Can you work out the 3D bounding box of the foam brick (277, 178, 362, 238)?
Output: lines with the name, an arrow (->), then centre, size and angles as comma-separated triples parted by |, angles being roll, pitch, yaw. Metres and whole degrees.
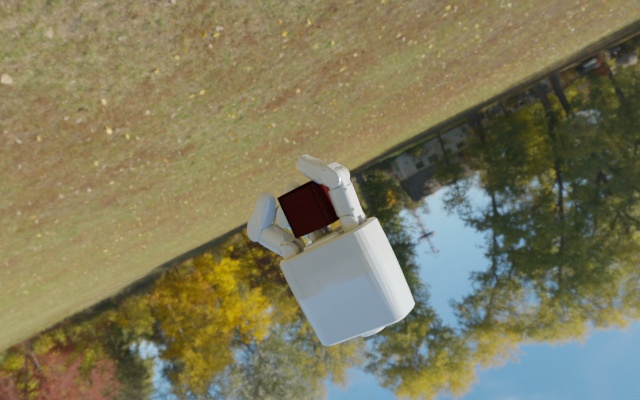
foam brick -> 0.000, 0.002, 0.546 | 0.053, 0.051, 0.078 | -25, 1, 38
